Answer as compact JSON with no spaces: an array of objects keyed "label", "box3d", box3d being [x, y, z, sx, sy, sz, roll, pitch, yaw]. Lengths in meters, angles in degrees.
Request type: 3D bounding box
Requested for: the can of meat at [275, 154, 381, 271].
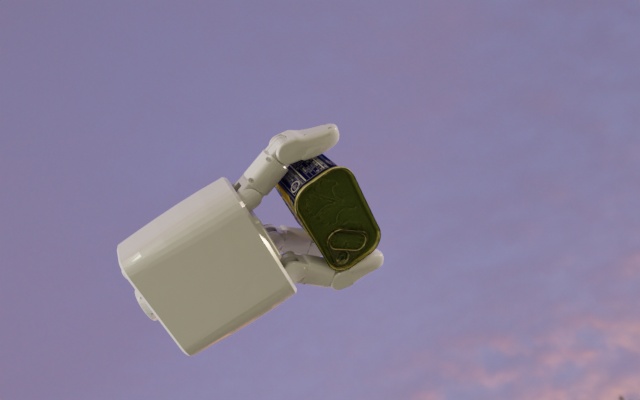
[{"label":"can of meat","box3d":[0.000,0.001,0.438,0.057,0.102,0.084,-35,36,-8]}]
